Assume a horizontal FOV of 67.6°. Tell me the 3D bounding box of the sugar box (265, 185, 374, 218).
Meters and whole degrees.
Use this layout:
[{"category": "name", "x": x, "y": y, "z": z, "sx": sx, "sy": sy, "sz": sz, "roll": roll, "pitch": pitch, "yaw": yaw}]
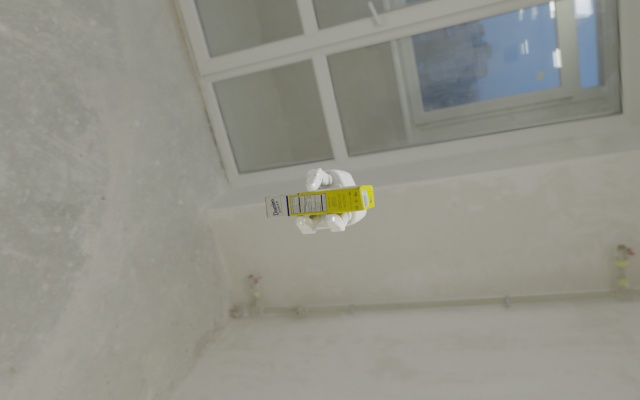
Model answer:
[{"category": "sugar box", "x": 0.000, "y": 0.003, "z": 0.854, "sx": 0.176, "sy": 0.048, "sz": 0.093, "roll": -8, "pitch": 0, "yaw": 19}]
